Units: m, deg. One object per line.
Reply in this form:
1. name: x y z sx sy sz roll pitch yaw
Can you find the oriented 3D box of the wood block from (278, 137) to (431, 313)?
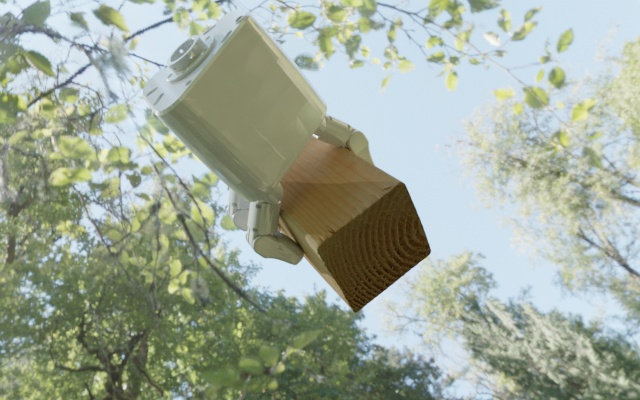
1. wood block: 0.000 0.001 0.471 0.091 0.090 0.206 -36 36 -10
